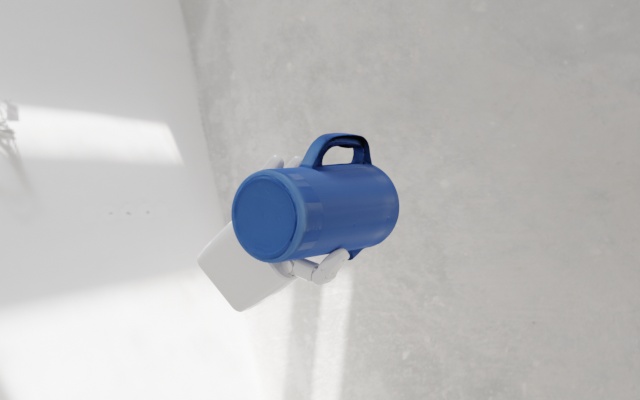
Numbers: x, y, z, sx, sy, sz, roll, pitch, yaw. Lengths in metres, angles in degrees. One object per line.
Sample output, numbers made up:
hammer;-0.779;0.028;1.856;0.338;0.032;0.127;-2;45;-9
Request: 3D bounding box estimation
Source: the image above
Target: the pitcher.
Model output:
pitcher;0.000;0.002;0.635;0.145;0.149;0.243;-38;-17;27
